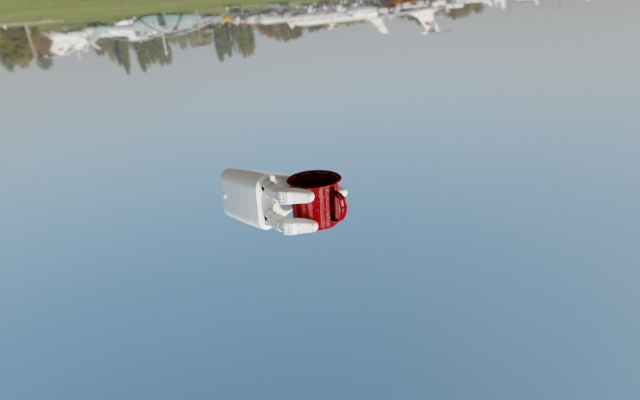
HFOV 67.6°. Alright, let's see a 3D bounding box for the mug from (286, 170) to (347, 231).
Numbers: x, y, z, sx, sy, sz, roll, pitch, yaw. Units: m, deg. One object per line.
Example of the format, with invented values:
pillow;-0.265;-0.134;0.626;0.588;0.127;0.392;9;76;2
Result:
mug;0.001;0.003;0.810;0.117;0.081;0.093;17;29;41
